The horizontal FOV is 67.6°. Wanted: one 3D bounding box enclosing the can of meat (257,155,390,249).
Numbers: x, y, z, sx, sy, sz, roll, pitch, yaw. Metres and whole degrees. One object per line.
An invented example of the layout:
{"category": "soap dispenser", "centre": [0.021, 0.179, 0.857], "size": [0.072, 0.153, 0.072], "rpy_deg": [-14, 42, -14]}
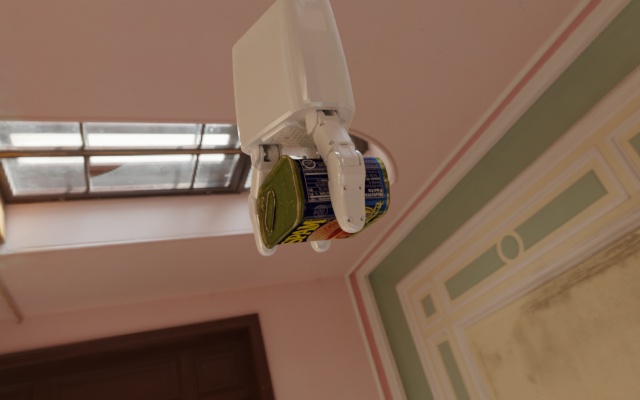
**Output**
{"category": "can of meat", "centre": [0.000, 0.001, 0.407], "size": [0.084, 0.057, 0.102], "rpy_deg": [-4, -19, -24]}
